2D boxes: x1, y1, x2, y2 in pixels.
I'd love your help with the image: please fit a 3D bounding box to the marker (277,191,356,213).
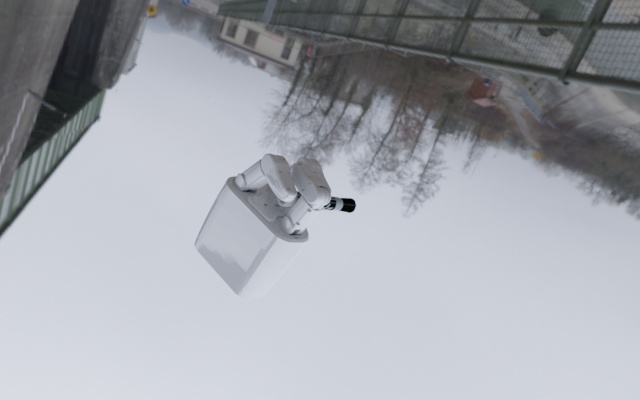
[{"bbox_3d":[0.000,0.002,0.567,0.020,0.020,0.121,0,-5,44],"label":"marker"}]
